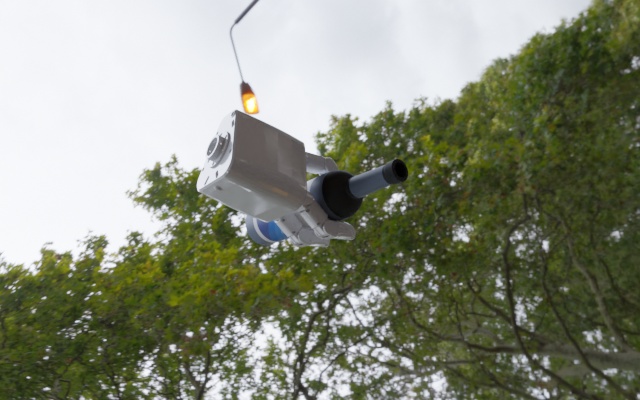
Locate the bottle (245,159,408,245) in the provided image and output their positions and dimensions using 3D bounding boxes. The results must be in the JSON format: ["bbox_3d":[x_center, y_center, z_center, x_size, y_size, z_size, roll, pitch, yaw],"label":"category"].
[{"bbox_3d":[0.000,0.002,0.656,0.069,0.069,0.296,0,-15,-40],"label":"bottle"}]
